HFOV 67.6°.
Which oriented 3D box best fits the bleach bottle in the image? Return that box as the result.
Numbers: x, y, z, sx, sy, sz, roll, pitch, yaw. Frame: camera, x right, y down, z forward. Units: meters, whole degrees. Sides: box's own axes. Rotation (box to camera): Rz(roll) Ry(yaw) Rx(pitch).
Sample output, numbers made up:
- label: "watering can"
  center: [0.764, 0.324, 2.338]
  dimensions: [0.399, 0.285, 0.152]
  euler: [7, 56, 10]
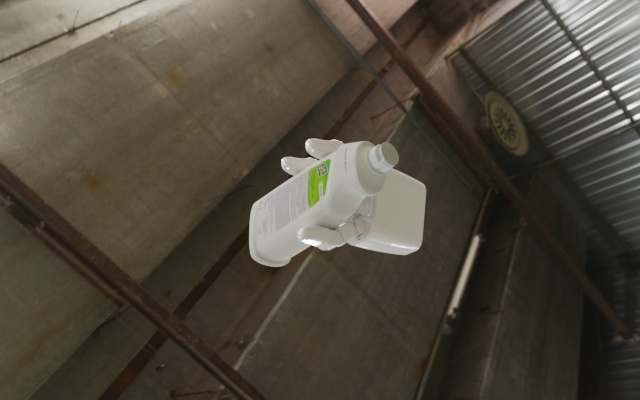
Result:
- label: "bleach bottle"
  center: [0.000, 0.002, 0.614]
  dimensions: [0.068, 0.102, 0.251]
  euler: [16, -32, -35]
